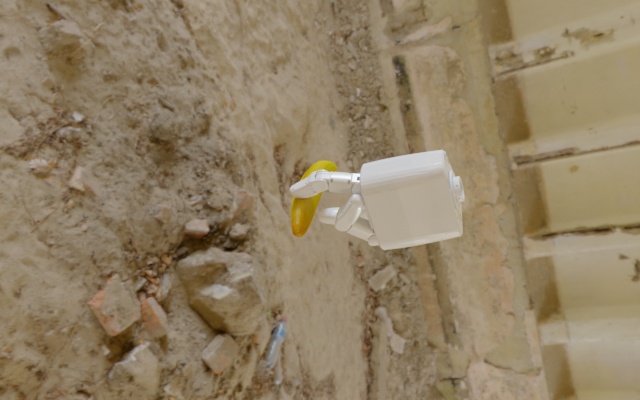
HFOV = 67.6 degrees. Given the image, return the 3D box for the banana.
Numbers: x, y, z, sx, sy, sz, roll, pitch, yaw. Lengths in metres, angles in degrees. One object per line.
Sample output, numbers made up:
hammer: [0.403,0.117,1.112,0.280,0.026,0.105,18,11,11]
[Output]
banana: [-0.004,-0.016,0.703,0.037,0.070,0.197,-11,17,23]
